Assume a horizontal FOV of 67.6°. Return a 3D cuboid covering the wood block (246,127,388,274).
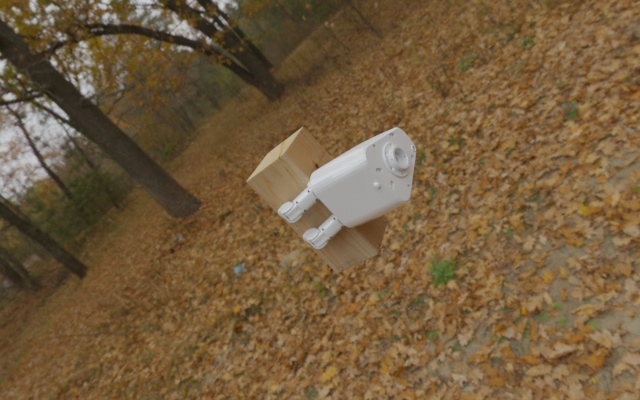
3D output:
[{"bbox_3d":[0.000,0.002,0.740,0.090,0.206,0.090,-32,19,35],"label":"wood block"}]
